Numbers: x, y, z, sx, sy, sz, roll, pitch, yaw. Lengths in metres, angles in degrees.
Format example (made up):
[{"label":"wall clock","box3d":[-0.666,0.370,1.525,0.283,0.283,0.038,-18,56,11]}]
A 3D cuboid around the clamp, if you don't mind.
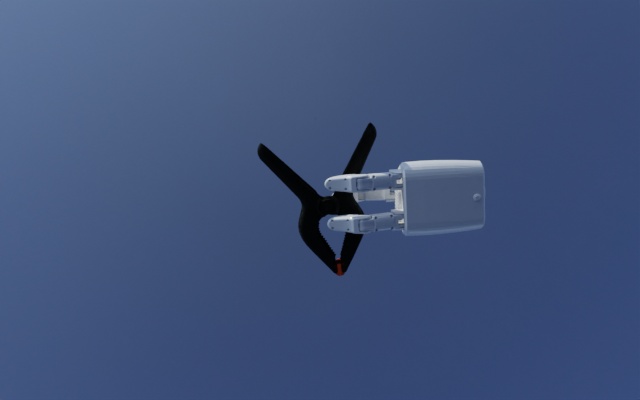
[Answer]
[{"label":"clamp","box3d":[0.000,0.003,0.668,0.164,0.210,0.036,-3,10,5]}]
